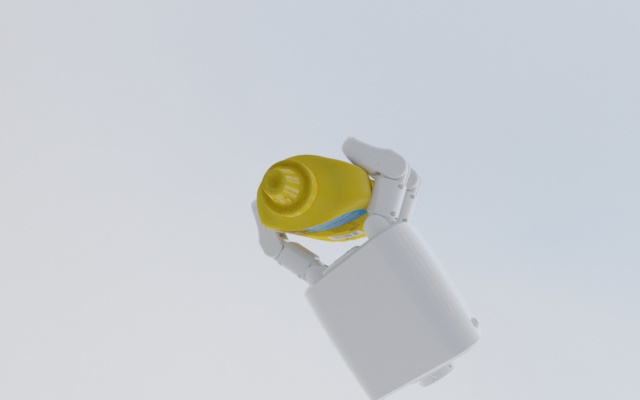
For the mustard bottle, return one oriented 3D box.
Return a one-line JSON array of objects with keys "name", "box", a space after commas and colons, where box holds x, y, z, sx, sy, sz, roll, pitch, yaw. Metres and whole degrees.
[{"name": "mustard bottle", "box": [0.000, 0.001, 0.409, 0.096, 0.058, 0.191, -12, -11, 18]}]
